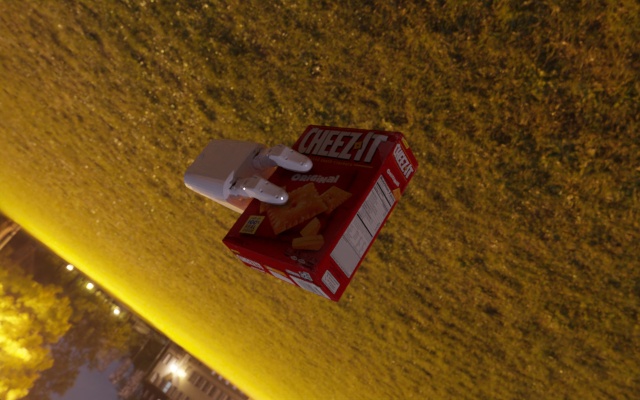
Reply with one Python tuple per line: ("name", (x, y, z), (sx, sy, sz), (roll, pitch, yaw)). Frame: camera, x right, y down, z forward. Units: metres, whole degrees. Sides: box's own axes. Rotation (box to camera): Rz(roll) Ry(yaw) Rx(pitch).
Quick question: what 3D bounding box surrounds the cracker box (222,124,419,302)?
("cracker box", (0.000, 0.002, 0.609), (0.164, 0.213, 0.072), (13, -30, 41))
